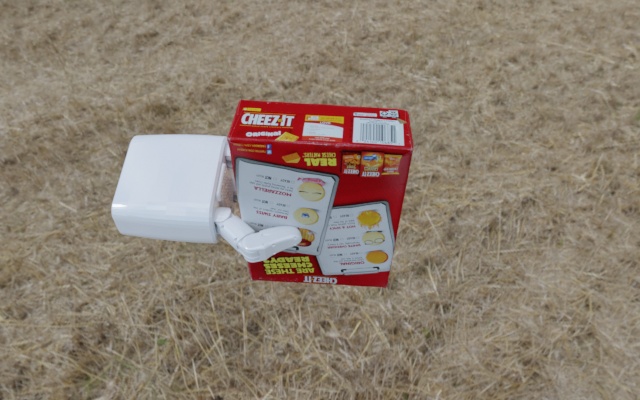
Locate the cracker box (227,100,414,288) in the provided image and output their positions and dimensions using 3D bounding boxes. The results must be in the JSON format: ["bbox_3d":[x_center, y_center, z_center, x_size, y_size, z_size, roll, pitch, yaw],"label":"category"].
[{"bbox_3d":[0.000,0.002,0.506,0.164,0.072,0.214,3,-43,3],"label":"cracker box"}]
